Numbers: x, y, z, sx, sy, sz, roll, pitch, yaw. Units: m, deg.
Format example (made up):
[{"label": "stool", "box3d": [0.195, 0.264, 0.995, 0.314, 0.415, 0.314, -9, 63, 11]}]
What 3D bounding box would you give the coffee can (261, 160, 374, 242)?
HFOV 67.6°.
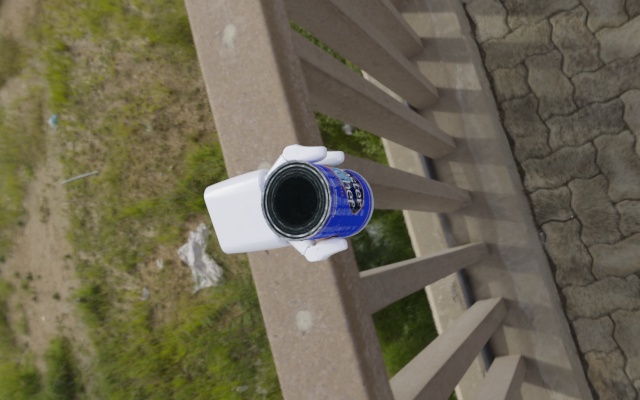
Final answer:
[{"label": "coffee can", "box3d": [0.000, 0.002, 0.655, 0.103, 0.103, 0.140, 0, -2, 28]}]
